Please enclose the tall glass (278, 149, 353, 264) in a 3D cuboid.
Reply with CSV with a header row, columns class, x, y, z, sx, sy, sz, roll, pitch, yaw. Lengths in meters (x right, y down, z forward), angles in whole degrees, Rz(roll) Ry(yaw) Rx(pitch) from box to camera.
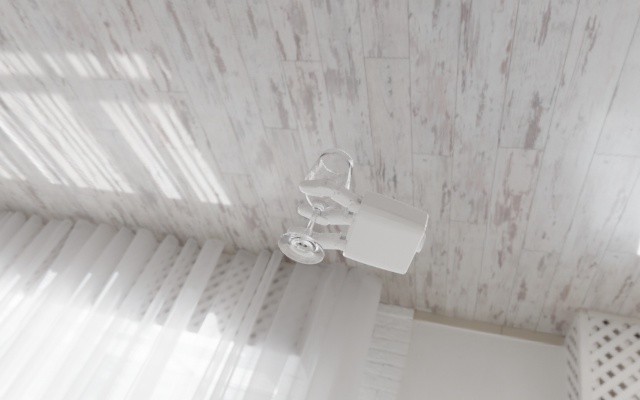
class,x,y,z,sx,sy,sz,roll,pitch,yaw
tall glass,0.000,0.003,0.786,0.079,0.201,0.079,13,-40,11
